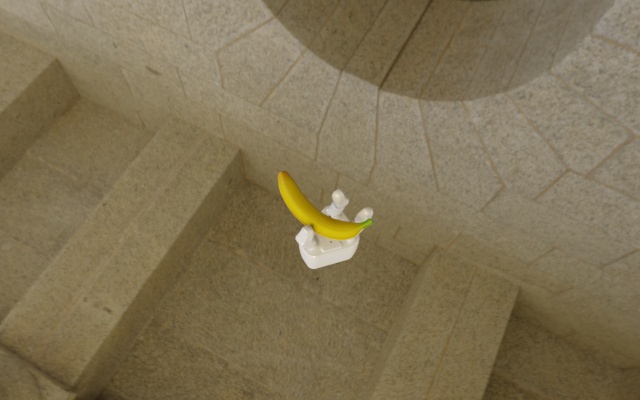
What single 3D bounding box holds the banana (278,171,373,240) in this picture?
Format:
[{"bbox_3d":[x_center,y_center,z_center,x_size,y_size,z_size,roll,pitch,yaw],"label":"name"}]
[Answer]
[{"bbox_3d":[-0.007,0.020,0.864,0.198,0.069,0.037,30,-16,12],"label":"banana"}]
